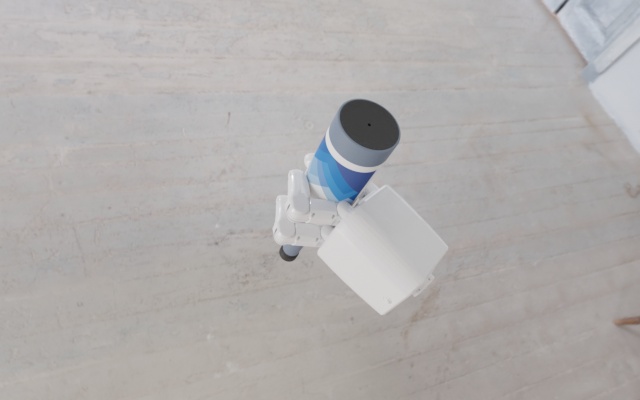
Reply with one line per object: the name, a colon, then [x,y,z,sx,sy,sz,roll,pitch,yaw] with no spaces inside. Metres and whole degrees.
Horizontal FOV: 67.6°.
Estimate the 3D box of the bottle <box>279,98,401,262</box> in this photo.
bottle: [0.000,0.002,0.574,0.069,0.069,0.296,0,-31,-22]
